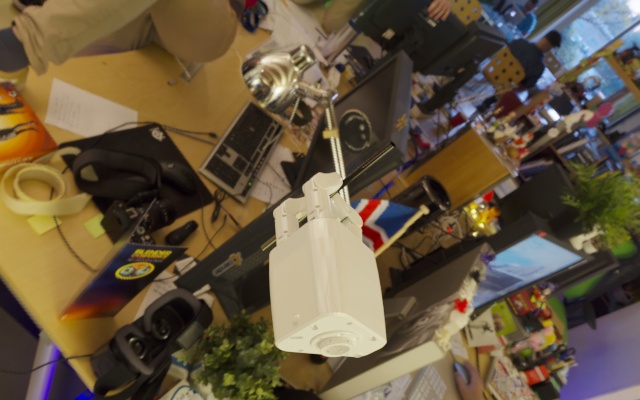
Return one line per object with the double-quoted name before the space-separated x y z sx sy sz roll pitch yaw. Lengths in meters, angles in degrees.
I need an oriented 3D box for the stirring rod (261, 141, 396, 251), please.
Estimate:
"stirring rod" 0.000 0.002 0.581 0.011 0.011 0.240 0 -31 -49
